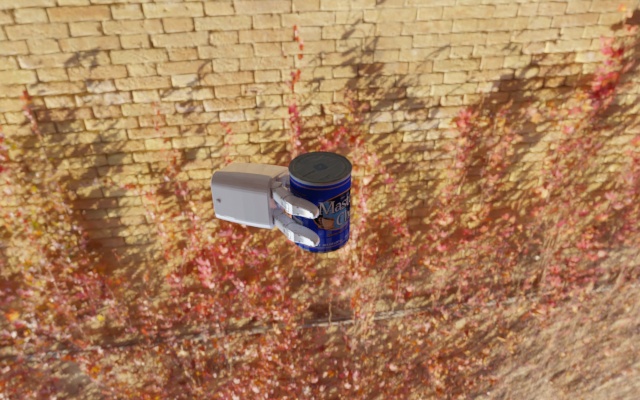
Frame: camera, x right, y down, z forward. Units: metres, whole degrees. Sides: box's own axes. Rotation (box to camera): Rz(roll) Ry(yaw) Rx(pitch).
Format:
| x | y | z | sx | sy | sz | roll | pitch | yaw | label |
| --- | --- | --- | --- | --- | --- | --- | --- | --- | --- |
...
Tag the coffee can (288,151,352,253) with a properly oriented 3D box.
| x | y | z | sx | sy | sz | roll | pitch | yaw | label |
| --- | --- | --- | --- | --- | --- | --- | --- | --- | --- |
| 0.000 | 0.002 | 0.801 | 0.103 | 0.140 | 0.102 | 0 | 34 | 0 | coffee can |
